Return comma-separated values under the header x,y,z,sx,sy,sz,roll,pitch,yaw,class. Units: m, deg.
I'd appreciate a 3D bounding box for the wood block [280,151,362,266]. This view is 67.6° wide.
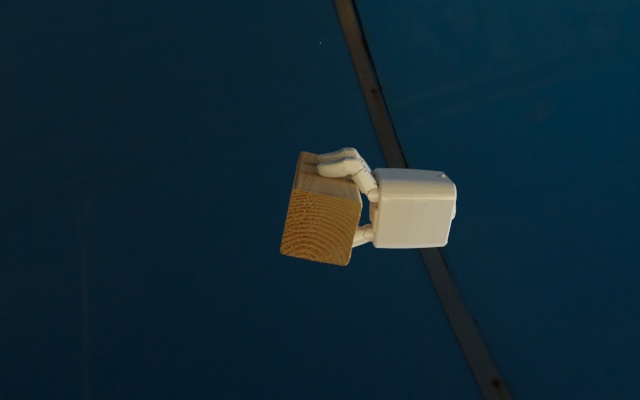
x,y,z,sx,sy,sz,roll,pitch,yaw,class
0.000,0.003,0.689,0.090,0.091,0.206,11,18,-3,wood block
